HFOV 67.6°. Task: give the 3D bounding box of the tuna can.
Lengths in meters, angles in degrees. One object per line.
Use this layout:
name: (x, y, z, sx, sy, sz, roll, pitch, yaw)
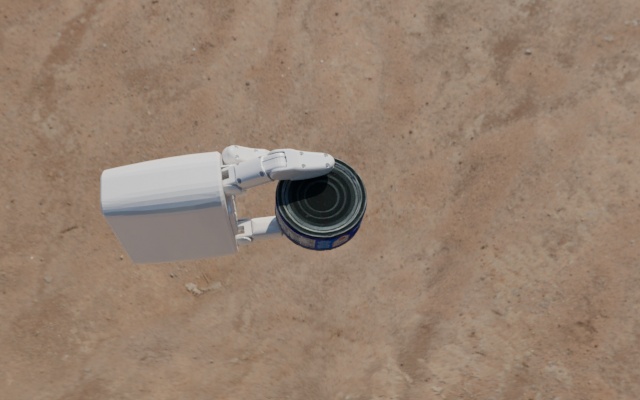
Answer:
tuna can: (0.000, 0.001, 0.446, 0.086, 0.086, 0.034, 0, -24, -5)
